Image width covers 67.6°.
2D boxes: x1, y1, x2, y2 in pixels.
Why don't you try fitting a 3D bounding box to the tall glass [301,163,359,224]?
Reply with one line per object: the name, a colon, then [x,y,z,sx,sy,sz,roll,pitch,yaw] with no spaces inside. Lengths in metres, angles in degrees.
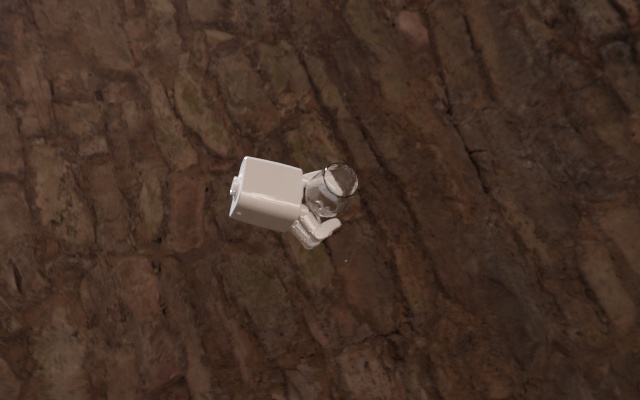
tall glass: [0.000,0.003,0.854,0.079,0.079,0.201,0,-21,-22]
